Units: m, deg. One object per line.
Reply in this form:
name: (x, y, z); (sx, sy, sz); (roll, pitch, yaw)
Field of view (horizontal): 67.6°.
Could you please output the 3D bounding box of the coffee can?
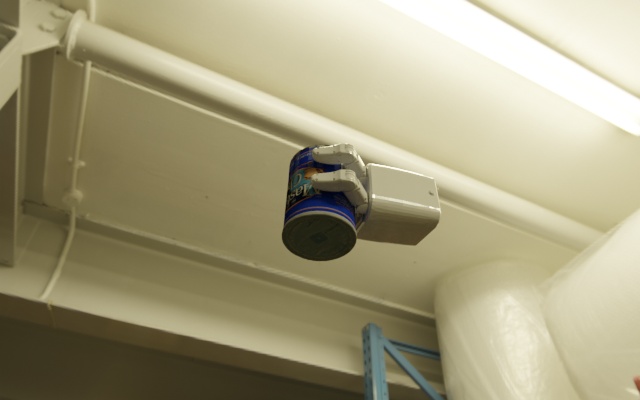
coffee can: (0.000, 0.002, 0.698); (0.103, 0.140, 0.103); (1, -43, 1)
